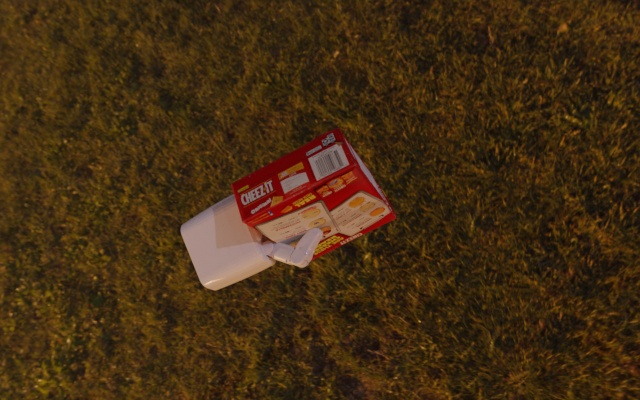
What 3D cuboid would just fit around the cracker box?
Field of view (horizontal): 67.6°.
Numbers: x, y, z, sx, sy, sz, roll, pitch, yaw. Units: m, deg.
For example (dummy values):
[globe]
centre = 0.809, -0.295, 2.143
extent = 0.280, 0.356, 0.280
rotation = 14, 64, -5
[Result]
[cracker box]
centre = 0.000, 0.002, 0.687
extent = 0.164, 0.072, 0.214
rotation = -27, -28, 11
